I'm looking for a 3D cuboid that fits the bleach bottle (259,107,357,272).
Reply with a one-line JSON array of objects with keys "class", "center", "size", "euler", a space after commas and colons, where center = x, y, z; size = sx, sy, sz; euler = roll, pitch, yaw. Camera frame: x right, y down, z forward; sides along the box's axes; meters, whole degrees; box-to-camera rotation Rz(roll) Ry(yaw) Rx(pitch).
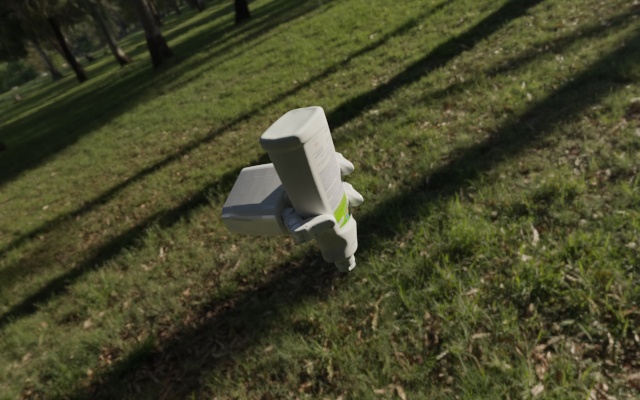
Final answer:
[{"class": "bleach bottle", "center": [0.000, 0.002, 0.673], "size": [0.068, 0.251, 0.102], "euler": [-2, 33, 29]}]
